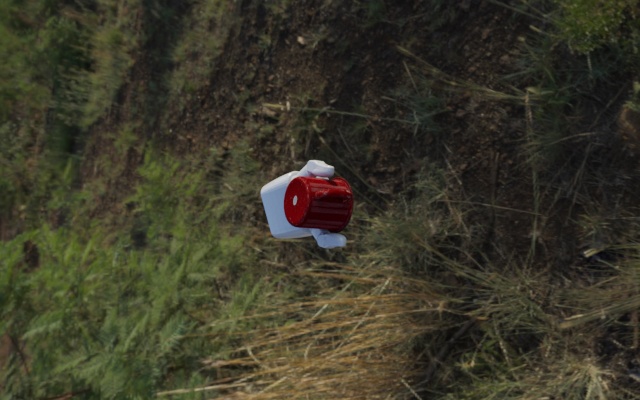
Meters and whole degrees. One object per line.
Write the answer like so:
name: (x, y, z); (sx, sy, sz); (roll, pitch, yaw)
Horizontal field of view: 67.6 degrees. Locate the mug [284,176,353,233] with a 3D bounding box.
mug: (0.001, 0.002, 0.760); (0.081, 0.093, 0.117); (5, -14, -34)
